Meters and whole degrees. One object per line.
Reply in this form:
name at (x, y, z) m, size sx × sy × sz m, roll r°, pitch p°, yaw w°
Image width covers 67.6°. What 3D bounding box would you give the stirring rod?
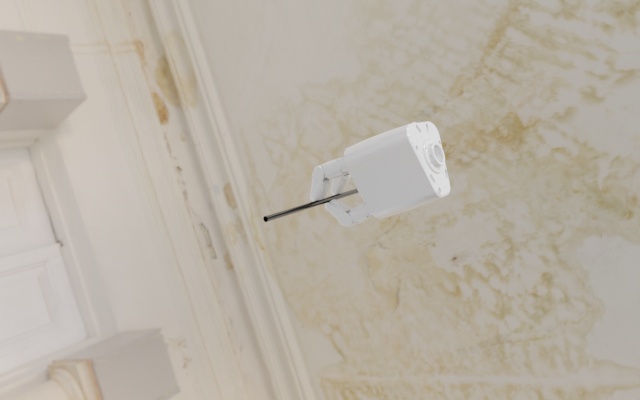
stirring rod at (0.000, 0.002, 0.719) m, size 0.011 × 0.011 × 0.239 m, roll 0°, pitch 11°, yaw 38°
